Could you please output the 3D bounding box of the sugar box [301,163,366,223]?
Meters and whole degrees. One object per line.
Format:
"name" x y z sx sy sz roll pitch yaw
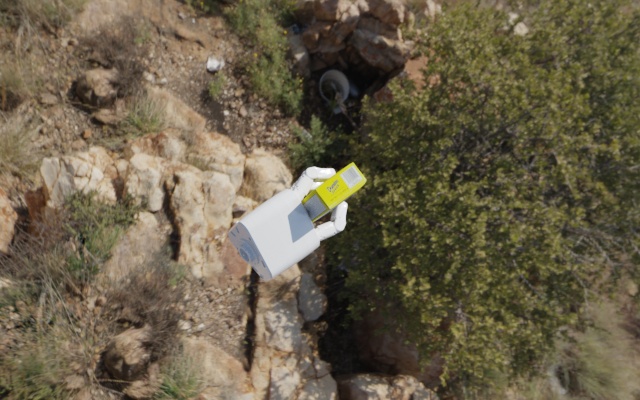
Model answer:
"sugar box" 0.000 0.002 0.834 0.093 0.048 0.176 -36 1 -31
